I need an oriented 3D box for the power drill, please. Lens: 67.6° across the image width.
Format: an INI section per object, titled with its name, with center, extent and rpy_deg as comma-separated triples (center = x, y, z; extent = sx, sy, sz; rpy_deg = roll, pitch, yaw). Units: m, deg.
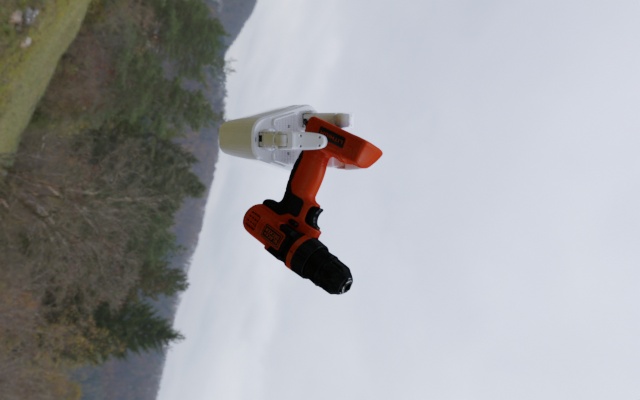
[power drill]
center = 0.000, 0.001, 0.602
extent = 0.184, 0.187, 0.057
rpy_deg = 32, 5, 32
